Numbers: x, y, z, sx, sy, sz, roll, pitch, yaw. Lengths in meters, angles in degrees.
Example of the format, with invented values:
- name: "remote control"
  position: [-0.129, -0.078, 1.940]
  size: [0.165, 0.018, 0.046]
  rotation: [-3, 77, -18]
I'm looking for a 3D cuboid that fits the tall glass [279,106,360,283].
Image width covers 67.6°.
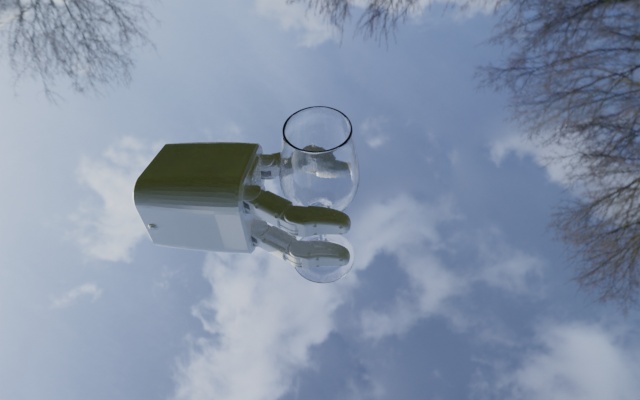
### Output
- name: "tall glass"
  position: [0.000, 0.002, 0.492]
  size: [0.079, 0.079, 0.201]
  rotation: [0, -40, 2]
